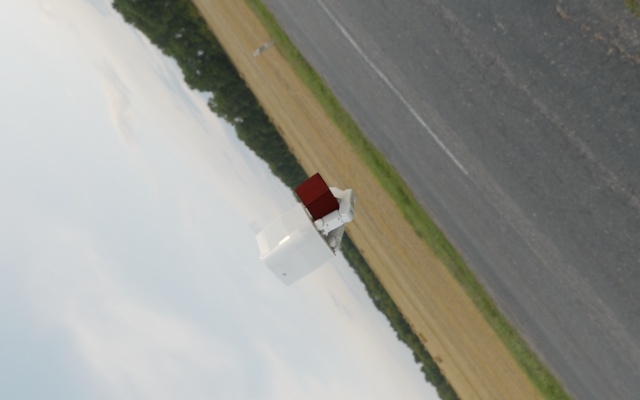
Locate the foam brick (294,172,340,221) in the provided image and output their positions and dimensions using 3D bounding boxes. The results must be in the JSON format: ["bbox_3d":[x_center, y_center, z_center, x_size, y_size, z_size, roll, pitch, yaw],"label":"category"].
[{"bbox_3d":[0.000,0.002,0.823,0.051,0.053,0.078,-34,-45,1],"label":"foam brick"}]
